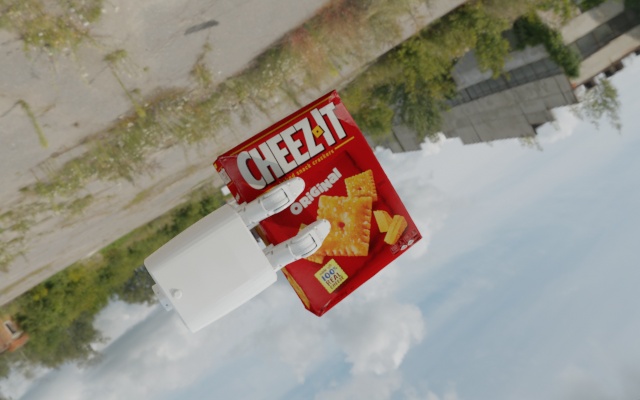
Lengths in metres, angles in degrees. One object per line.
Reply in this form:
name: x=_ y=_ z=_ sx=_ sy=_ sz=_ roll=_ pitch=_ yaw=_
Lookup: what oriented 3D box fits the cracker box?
cracker box: x=0.000 y=0.002 z=0.571 sx=0.164 sy=0.214 sz=0.072 roll=-33 pitch=7 yaw=-16
